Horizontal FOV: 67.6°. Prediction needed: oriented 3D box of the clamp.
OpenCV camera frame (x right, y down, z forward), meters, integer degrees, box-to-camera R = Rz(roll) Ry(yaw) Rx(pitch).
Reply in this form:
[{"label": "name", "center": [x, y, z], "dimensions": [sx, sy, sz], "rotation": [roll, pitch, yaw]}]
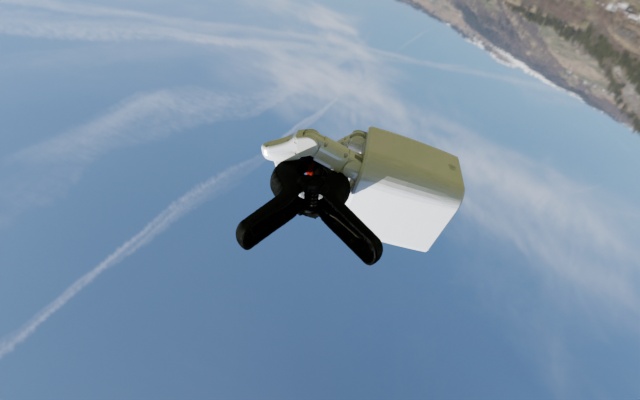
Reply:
[{"label": "clamp", "center": [0.000, 0.002, 0.447], "dimensions": [0.120, 0.039, 0.171], "rotation": [17, 33, -2]}]
